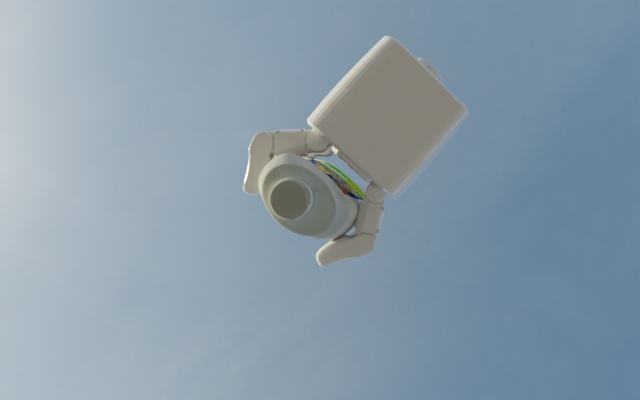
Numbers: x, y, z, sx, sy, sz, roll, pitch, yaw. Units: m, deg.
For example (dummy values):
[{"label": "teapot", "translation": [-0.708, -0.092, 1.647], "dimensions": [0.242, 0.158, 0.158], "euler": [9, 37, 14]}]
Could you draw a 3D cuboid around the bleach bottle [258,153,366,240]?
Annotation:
[{"label": "bleach bottle", "translation": [0.000, 0.001, 0.468], "dimensions": [0.102, 0.068, 0.251], "euler": [42, 6, 4]}]
